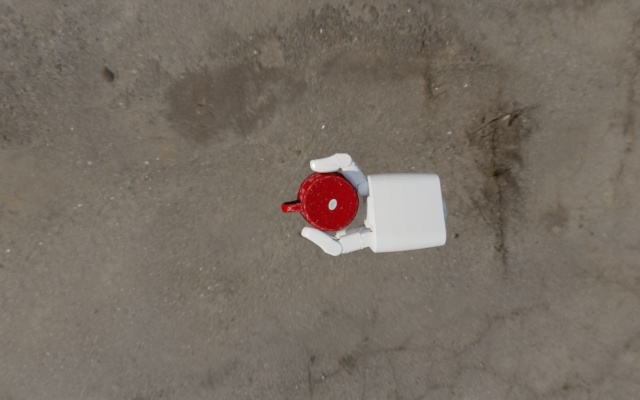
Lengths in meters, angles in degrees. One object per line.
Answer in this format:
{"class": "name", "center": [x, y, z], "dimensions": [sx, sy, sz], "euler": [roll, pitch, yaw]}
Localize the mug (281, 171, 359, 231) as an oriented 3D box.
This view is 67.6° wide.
{"class": "mug", "center": [-0.001, 0.002, 0.705], "dimensions": [0.117, 0.093, 0.081], "euler": [-6, 4, -3]}
